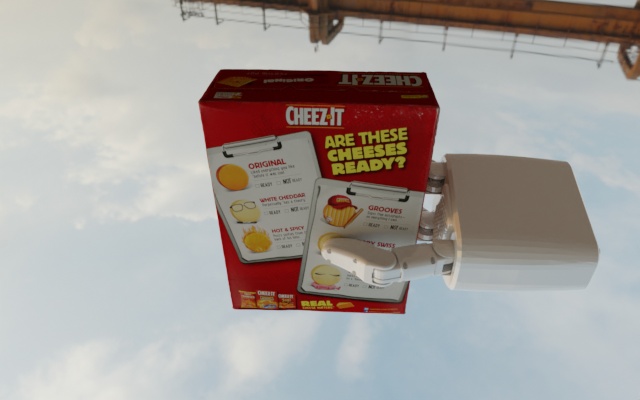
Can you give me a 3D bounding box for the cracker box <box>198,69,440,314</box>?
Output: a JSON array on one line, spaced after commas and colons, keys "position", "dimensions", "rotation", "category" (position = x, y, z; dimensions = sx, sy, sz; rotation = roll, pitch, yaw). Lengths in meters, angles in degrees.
[{"position": [0.000, 0.002, 0.405], "dimensions": [0.164, 0.214, 0.072], "rotation": [1, 37, 2], "category": "cracker box"}]
